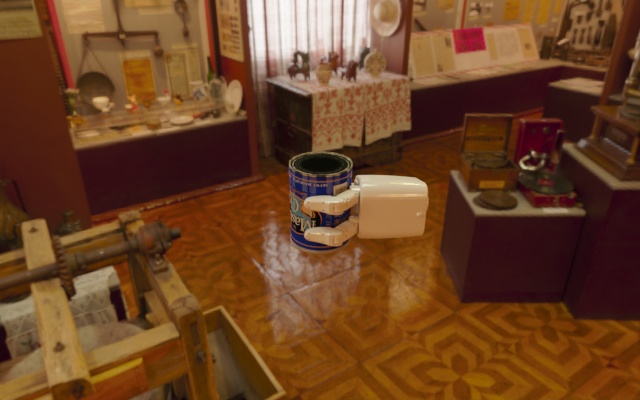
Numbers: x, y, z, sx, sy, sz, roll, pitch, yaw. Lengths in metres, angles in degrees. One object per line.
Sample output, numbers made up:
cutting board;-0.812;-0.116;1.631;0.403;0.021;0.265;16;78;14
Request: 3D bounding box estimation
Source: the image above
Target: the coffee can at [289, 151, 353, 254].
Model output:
coffee can;0.000;0.003;0.786;0.103;0.140;0.102;0;26;0
